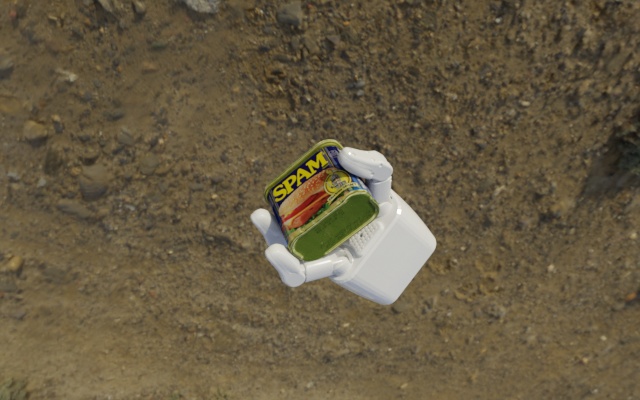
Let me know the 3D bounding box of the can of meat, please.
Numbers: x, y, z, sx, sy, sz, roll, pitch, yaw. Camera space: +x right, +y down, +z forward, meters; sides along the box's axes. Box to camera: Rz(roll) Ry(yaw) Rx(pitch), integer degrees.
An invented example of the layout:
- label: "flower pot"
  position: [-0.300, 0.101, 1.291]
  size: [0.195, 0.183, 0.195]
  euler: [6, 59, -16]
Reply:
- label: "can of meat"
  position: [0.000, 0.002, 0.490]
  size: [0.102, 0.084, 0.057]
  euler: [-38, -43, 11]
